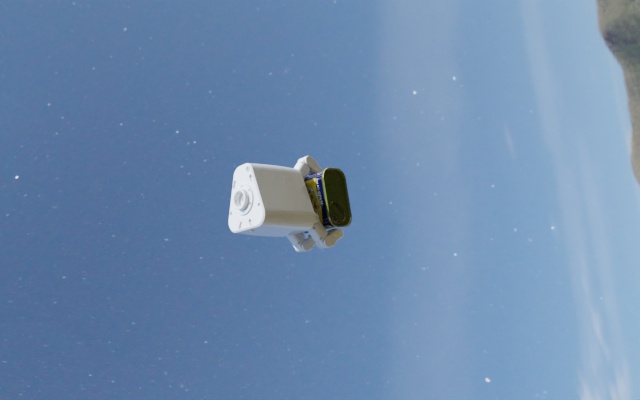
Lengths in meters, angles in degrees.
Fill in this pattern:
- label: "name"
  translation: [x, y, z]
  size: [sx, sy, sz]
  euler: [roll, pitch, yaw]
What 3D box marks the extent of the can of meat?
- label: "can of meat"
  translation: [0.000, 0.003, 0.831]
  size: [0.084, 0.102, 0.057]
  euler: [-16, -10, 42]
